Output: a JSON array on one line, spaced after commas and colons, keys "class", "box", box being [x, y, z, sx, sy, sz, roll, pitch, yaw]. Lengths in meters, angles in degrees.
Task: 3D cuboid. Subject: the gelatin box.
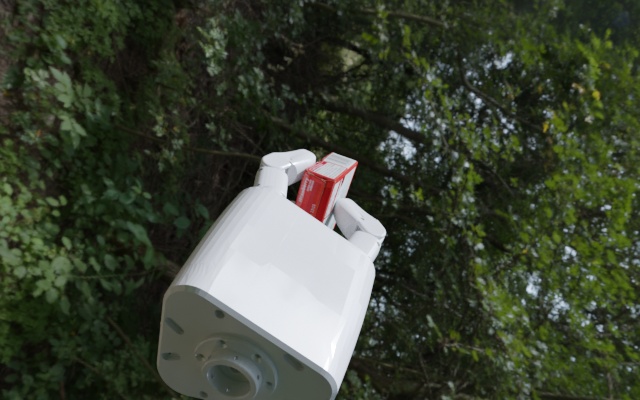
[{"class": "gelatin box", "box": [0.001, 0.001, 0.426, 0.030, 0.073, 0.089, 22, 20, 10]}]
